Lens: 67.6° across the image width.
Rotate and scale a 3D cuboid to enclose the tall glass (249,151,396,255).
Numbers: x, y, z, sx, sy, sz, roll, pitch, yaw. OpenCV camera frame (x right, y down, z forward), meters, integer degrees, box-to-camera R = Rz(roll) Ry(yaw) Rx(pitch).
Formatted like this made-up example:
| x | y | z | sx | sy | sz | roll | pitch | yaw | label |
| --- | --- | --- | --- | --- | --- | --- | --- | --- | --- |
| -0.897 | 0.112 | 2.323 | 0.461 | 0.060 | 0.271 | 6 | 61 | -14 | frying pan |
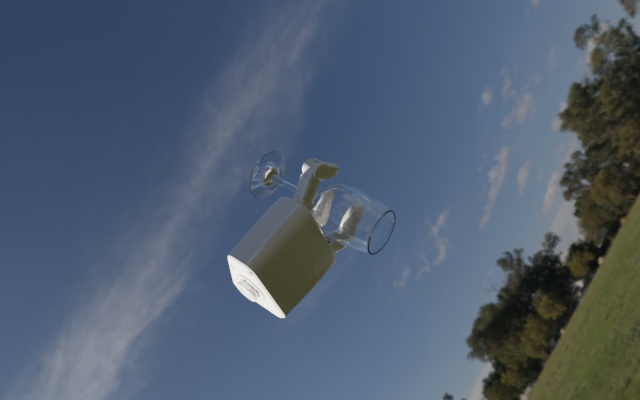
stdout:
| x | y | z | sx | sy | sz | roll | pitch | yaw | label |
| --- | --- | --- | --- | --- | --- | --- | --- | --- | --- |
| 0.000 | 0.002 | 0.645 | 0.201 | 0.079 | 0.079 | 26 | 14 | 30 | tall glass |
